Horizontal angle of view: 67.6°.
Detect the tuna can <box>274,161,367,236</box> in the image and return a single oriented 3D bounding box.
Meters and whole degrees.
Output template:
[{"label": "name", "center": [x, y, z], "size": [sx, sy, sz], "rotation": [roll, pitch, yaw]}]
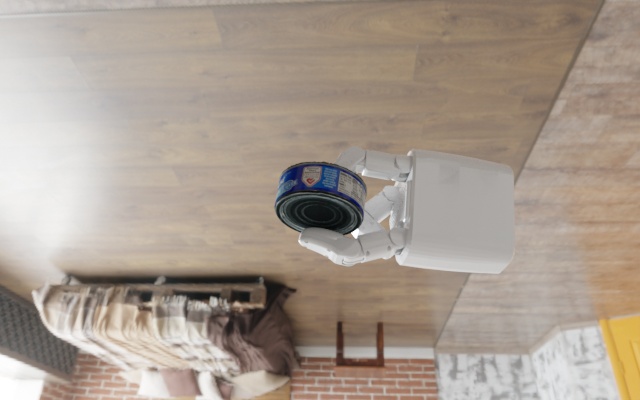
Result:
[{"label": "tuna can", "center": [0.000, 0.002, 0.453], "size": [0.086, 0.033, 0.086], "rotation": [6, -32, 4]}]
